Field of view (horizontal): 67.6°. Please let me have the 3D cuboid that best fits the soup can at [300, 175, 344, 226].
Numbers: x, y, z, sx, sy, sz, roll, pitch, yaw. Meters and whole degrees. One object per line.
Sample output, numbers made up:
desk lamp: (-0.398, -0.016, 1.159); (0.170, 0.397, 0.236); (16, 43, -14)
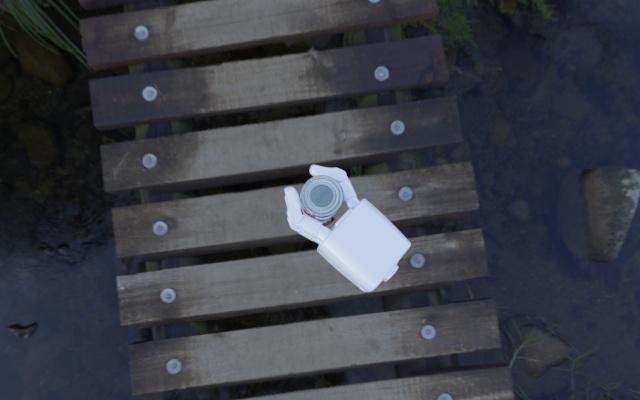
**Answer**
soup can: (0.000, 0.002, 0.772); (0.068, 0.068, 0.102); (0, -11, -3)
